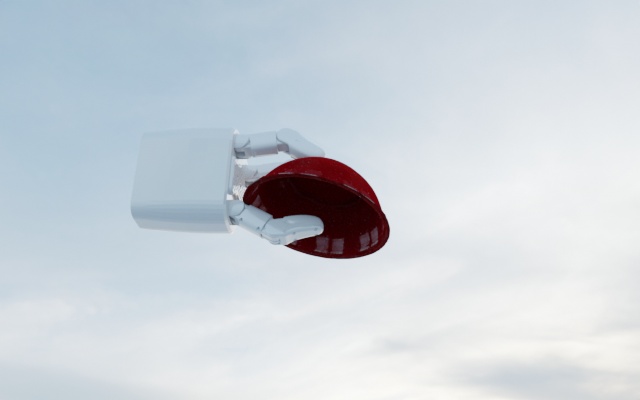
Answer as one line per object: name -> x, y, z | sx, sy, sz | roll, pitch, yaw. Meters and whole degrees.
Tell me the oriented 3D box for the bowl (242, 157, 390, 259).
bowl -> 0.001, 0.002, 0.524 | 0.162, 0.055, 0.162 | 11, -33, 8
